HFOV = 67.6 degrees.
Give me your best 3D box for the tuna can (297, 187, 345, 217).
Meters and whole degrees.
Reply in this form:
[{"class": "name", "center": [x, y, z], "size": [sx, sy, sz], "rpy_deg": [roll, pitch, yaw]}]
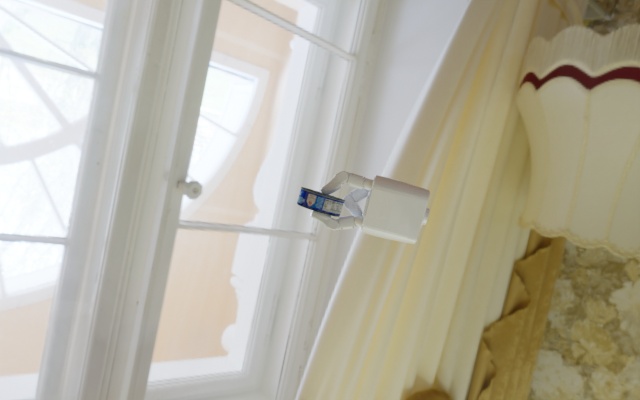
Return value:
[{"class": "tuna can", "center": [0.000, 0.003, 0.893], "size": [0.086, 0.034, 0.086], "rpy_deg": [17, 3, -1]}]
